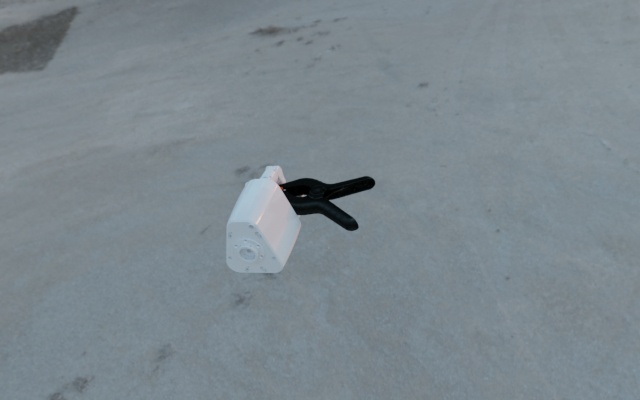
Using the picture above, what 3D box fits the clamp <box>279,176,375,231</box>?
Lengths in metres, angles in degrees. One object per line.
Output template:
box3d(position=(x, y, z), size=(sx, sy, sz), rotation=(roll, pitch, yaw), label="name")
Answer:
box3d(position=(0.000, 0.002, 0.787), size=(0.171, 0.039, 0.120), rotation=(-1, 35, 15), label="clamp")
